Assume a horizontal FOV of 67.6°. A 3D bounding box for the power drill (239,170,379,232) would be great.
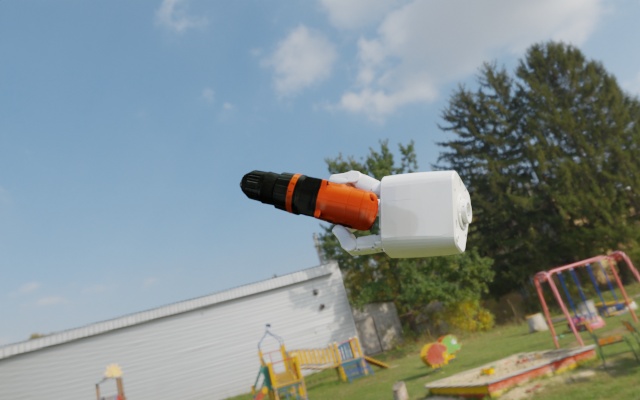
[{"bbox_3d":[0.000,0.002,0.675,0.184,0.057,0.187,14,0,17],"label":"power drill"}]
